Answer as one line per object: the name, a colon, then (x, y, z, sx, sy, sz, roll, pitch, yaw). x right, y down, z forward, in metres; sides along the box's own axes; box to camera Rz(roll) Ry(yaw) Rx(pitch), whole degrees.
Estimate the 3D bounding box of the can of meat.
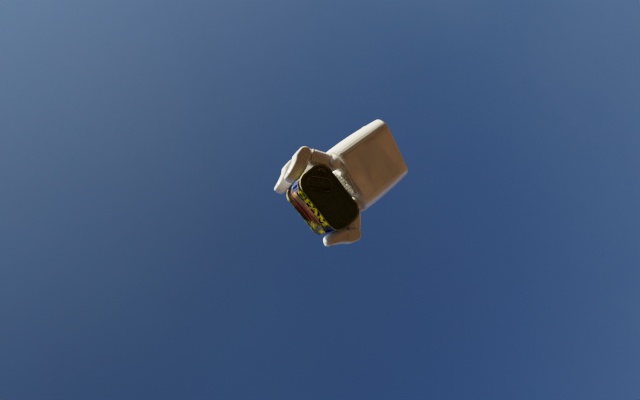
can of meat: (0.000, 0.003, 0.741, 0.057, 0.102, 0.084, -39, 4, -23)
